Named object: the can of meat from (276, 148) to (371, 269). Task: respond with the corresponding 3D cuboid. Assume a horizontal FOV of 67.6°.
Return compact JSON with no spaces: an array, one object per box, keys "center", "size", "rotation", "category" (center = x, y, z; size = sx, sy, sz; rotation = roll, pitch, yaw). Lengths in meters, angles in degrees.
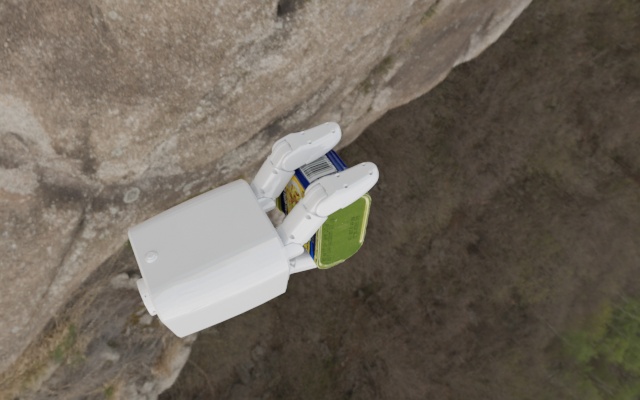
[{"center":[0.000,0.002,0.443],"size":[0.057,0.084,0.102],"rotation":[-21,-37,-19],"category":"can of meat"}]
